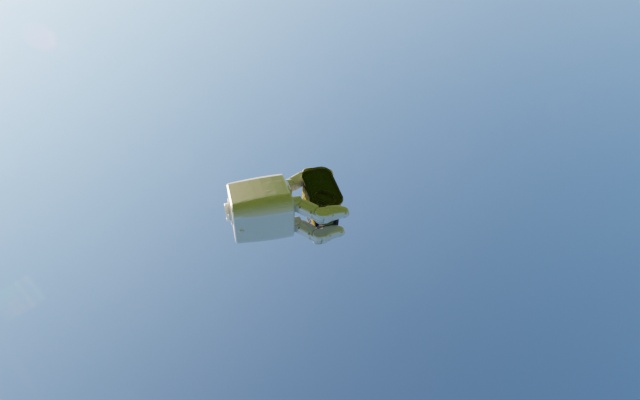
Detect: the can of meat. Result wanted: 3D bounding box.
[{"bbox_3d":[0.000,0.003,0.882,0.057,0.102,0.084,-11,-41,-15],"label":"can of meat"}]
